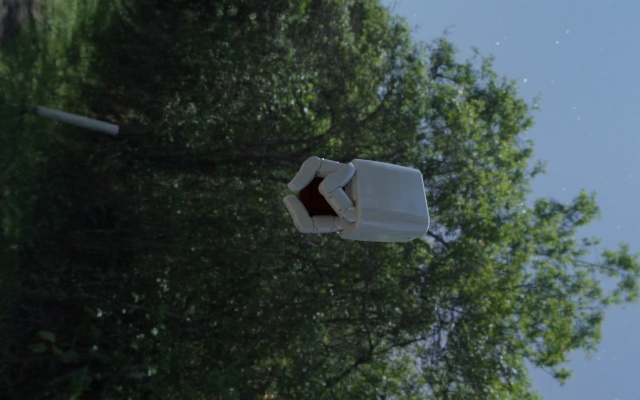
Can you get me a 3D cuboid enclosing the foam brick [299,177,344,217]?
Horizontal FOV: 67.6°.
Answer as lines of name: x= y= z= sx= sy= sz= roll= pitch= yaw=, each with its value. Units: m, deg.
foam brick: x=0.000 y=0.002 z=0.719 sx=0.051 sy=0.053 sz=0.078 roll=6 pitch=-16 yaw=-13
